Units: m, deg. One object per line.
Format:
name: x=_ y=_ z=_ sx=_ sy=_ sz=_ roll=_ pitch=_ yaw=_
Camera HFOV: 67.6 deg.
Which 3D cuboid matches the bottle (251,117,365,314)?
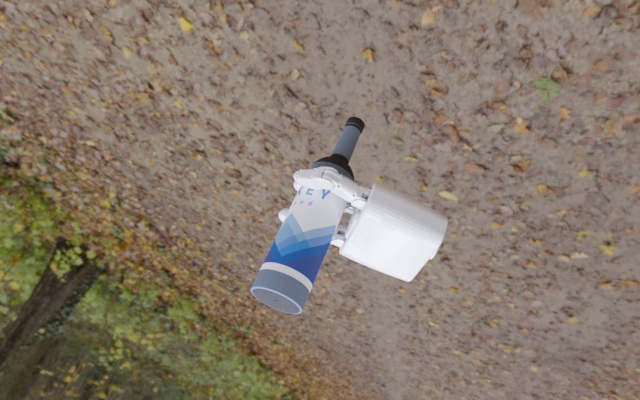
bottle: x=0.000 y=0.002 z=0.637 sx=0.069 sy=0.295 sz=0.069 roll=18 pitch=-30 yaw=11
